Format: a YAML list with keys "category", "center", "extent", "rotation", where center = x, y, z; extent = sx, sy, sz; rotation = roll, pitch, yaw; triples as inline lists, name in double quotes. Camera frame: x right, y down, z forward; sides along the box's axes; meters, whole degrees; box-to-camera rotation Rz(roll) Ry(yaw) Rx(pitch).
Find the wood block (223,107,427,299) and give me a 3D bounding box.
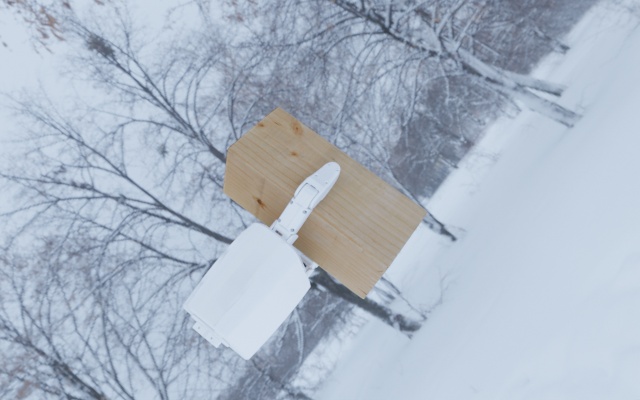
- category: "wood block"
  center: [0.000, 0.002, 0.538]
  extent: [0.206, 0.090, 0.091]
  rotation: [36, -34, 9]
